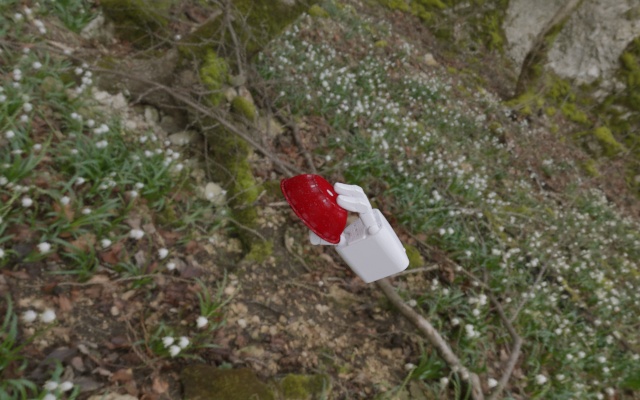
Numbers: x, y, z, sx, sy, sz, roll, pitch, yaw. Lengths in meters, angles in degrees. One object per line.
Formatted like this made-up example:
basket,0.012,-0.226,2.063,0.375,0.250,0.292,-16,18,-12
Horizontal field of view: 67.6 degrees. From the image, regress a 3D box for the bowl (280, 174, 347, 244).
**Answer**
bowl,0.000,0.002,0.894,0.055,0.162,0.162,-43,-14,16
